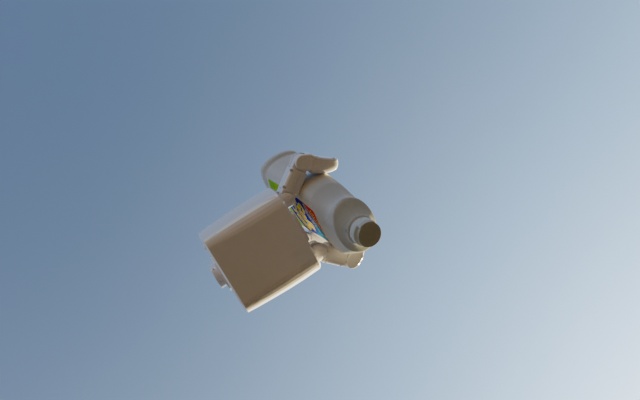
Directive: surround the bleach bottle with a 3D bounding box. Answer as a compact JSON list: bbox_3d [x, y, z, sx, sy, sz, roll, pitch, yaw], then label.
[{"bbox_3d":[0.000,0.002,0.613,0.068,0.103,0.250,-31,23,-14],"label":"bleach bottle"}]
